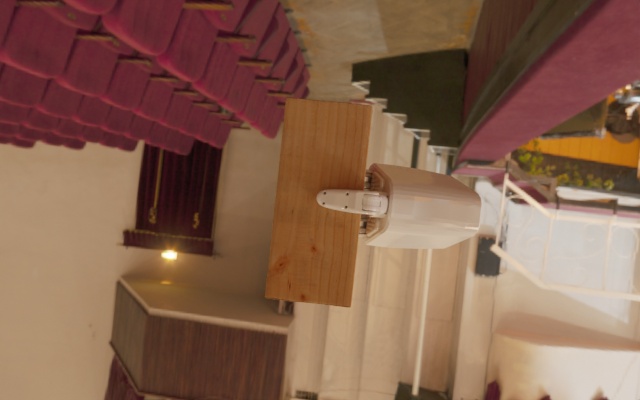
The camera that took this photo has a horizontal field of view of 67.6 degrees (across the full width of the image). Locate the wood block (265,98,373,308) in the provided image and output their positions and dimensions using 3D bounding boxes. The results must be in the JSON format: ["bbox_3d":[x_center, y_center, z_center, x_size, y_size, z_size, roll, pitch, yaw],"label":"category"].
[{"bbox_3d":[0.000,0.002,0.525,0.090,0.206,0.091,6,0,3],"label":"wood block"}]
